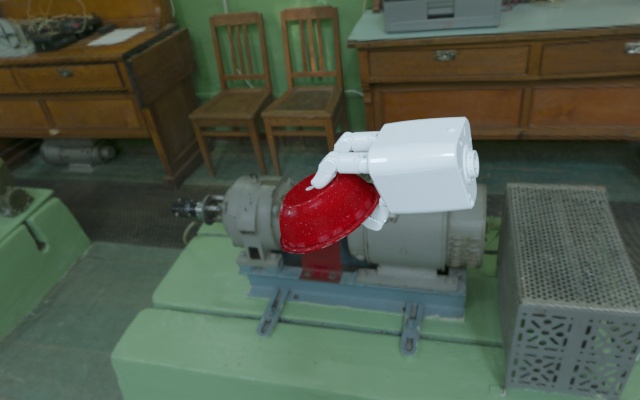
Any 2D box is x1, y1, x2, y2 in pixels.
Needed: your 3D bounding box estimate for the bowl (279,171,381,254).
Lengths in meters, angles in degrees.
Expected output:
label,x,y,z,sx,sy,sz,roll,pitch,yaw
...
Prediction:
label,x,y,z,sx,sy,sz,roll,pitch,yaw
bowl,-0.001,0.002,0.670,0.162,0.055,0.162,-27,22,12
